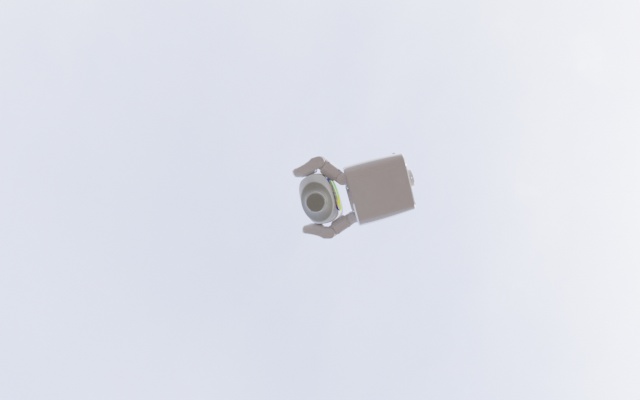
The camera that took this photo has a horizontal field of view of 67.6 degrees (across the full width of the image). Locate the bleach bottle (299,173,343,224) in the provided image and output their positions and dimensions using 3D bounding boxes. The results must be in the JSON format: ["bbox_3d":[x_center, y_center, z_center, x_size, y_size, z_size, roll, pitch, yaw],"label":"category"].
[{"bbox_3d":[0.000,0.003,0.845,0.068,0.102,0.251,-16,3,3],"label":"bleach bottle"}]
